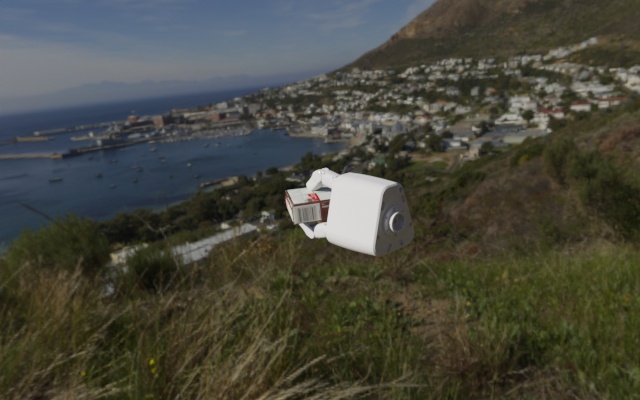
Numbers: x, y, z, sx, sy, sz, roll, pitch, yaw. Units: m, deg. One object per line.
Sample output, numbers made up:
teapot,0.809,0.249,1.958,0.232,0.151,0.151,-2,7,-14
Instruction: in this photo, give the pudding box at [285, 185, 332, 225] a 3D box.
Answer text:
pudding box,0.000,0.003,0.831,0.113,0.039,0.090,-7,18,-10
